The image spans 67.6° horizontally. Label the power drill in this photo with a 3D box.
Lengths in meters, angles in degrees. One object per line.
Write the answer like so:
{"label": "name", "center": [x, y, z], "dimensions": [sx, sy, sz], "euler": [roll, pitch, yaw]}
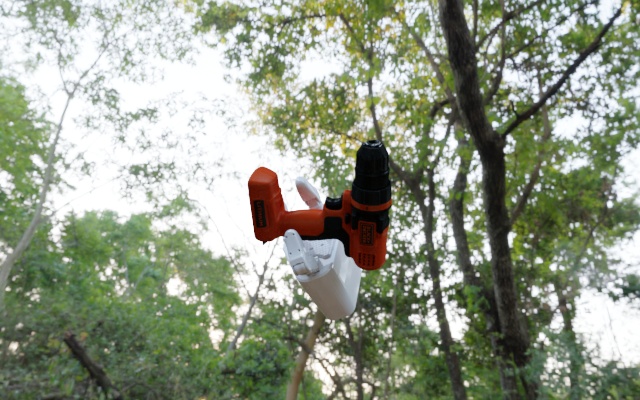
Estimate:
{"label": "power drill", "center": [0.000, 0.002, 0.630], "dimensions": [0.187, 0.184, 0.057], "euler": [8, 30, 17]}
